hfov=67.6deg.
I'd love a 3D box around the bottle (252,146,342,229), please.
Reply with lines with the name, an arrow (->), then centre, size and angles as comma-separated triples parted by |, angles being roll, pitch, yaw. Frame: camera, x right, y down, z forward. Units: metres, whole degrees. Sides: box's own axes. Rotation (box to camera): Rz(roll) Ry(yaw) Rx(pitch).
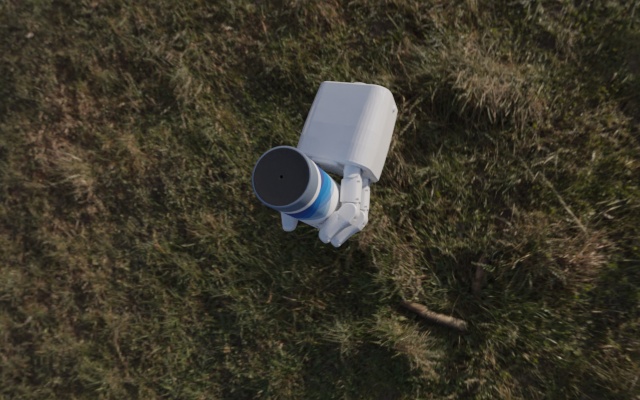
bottle -> 0.000, 0.002, 0.629 | 0.069, 0.069, 0.296 | 0, -10, 16
